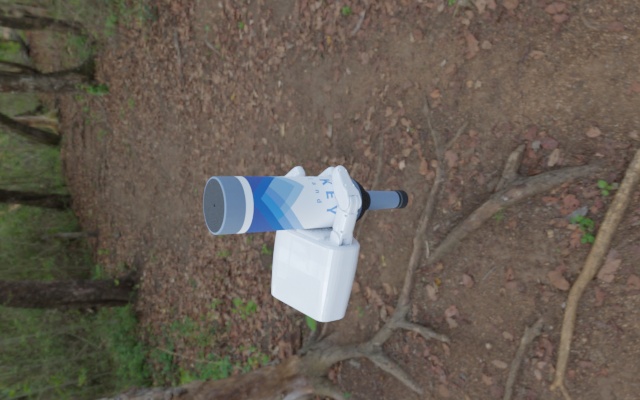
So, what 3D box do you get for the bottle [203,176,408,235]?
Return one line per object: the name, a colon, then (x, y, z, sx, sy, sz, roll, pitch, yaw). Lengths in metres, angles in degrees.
bottle: (0.000, 0.002, 0.623, 0.296, 0.069, 0.069, -2, 1, -35)
